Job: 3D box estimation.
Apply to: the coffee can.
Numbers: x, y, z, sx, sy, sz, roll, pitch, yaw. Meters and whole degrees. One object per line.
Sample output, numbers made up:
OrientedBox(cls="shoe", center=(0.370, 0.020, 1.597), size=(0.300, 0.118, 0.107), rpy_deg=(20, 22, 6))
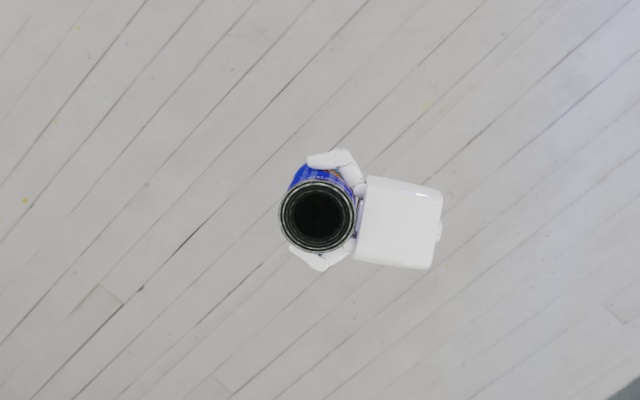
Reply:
OrientedBox(cls="coffee can", center=(0.000, 0.002, 0.682), size=(0.103, 0.103, 0.140), rpy_deg=(0, 17, 4))
